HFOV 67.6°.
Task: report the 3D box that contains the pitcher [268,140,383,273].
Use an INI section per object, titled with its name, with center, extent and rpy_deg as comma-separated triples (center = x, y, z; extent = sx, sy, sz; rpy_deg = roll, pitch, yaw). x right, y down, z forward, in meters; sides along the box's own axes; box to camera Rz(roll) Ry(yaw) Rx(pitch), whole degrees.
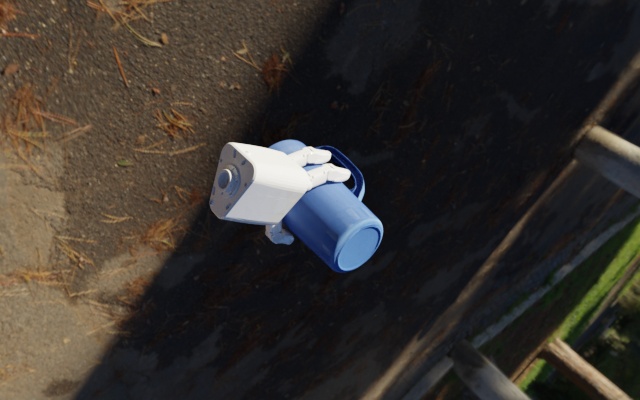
[pitcher]
center = 0.000, 0.003, 0.820
extent = 0.145, 0.149, 0.242
rpy_deg = 8, 28, -48
